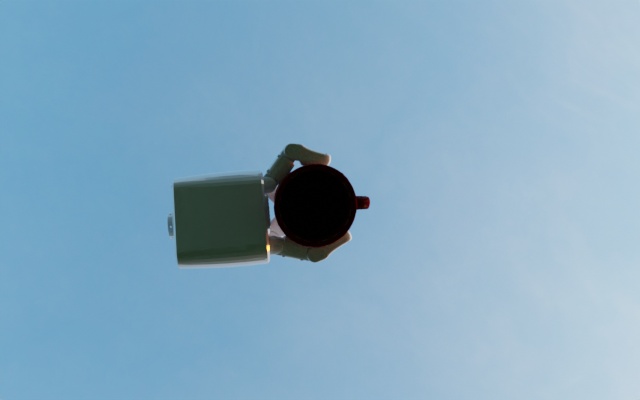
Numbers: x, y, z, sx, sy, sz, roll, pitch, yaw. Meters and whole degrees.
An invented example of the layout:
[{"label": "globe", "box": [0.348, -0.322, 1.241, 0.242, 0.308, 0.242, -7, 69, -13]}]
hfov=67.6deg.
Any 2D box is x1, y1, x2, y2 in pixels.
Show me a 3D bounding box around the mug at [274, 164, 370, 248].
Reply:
[{"label": "mug", "box": [0.001, 0.002, 0.566, 0.117, 0.093, 0.081, -4, 6, -10]}]
